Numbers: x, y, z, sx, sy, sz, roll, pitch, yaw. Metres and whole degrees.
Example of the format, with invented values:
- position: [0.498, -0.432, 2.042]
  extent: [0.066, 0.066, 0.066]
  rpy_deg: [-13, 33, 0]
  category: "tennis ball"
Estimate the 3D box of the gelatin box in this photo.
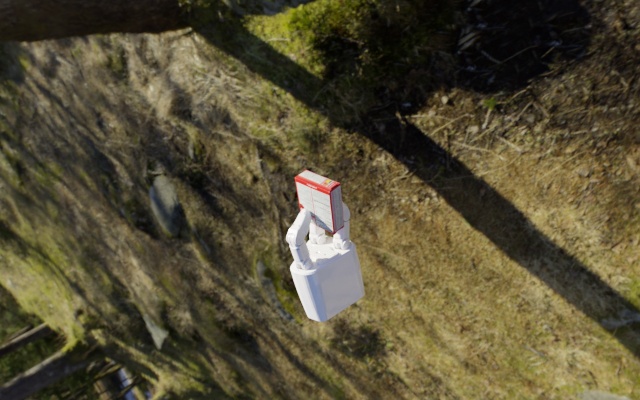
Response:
- position: [0.000, 0.002, 0.764]
  extent: [0.073, 0.089, 0.030]
  rpy_deg: [24, 47, 35]
  category: "gelatin box"
